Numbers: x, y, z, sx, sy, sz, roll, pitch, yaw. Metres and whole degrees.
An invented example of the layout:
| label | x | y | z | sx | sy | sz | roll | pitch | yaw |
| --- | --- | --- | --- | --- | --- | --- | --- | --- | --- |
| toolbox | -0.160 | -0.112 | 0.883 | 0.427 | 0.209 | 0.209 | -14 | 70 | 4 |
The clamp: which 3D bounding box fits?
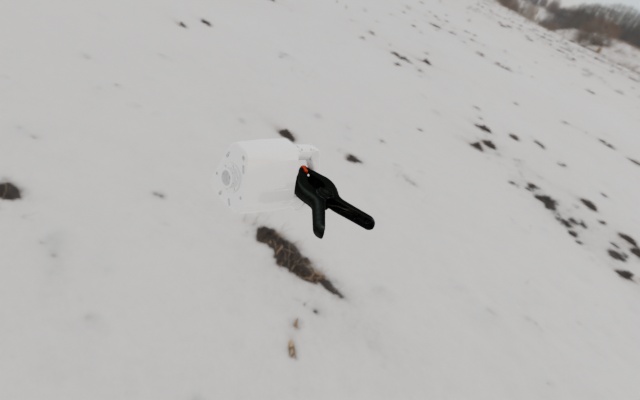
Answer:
| label | x | y | z | sx | sy | sz | roll | pitch | yaw |
| --- | --- | --- | --- | --- | --- | --- | --- | --- | --- |
| clamp | 0.000 | 0.002 | 0.810 | 0.120 | 0.039 | 0.171 | -9 | 42 | -46 |
